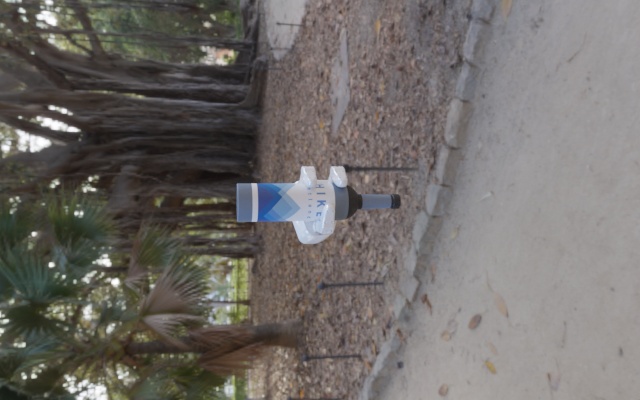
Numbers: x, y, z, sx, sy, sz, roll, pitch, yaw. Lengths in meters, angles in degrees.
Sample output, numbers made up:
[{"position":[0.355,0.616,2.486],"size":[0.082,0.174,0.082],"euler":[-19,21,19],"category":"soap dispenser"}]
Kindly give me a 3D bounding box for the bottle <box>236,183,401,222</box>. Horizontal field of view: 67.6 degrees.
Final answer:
[{"position":[0.000,0.003,0.853],"size":[0.296,0.069,0.069],"euler":[0,0,-12],"category":"bottle"}]
